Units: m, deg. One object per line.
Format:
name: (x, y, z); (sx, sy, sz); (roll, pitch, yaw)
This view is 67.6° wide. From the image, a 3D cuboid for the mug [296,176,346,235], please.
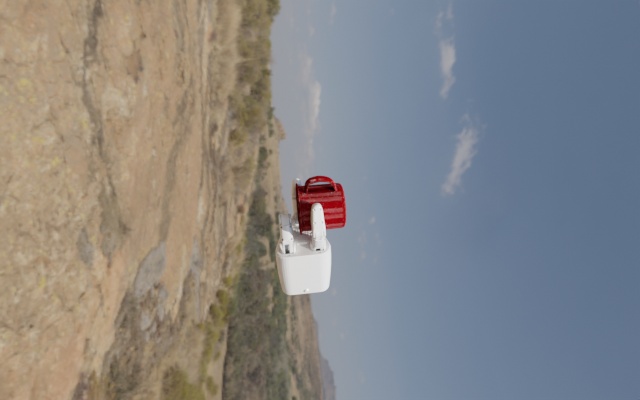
mug: (0.000, 0.002, 0.846); (0.081, 0.117, 0.093); (-5, 41, -5)
